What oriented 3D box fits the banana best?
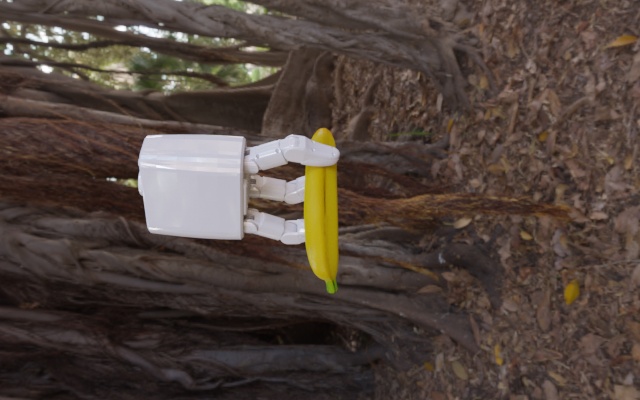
[{"bbox_3d":[0.000,0.000,0.530,0.037,0.197,0.070,0,-16,-1],"label":"banana"}]
